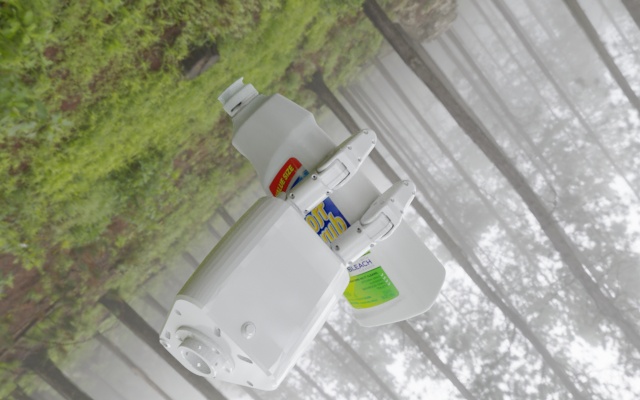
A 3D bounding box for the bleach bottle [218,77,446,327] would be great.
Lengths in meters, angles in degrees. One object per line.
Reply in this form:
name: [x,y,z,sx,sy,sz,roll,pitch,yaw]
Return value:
bleach bottle: [0.000,0.001,0.430,0.102,0.251,0.068,-29,17,47]
